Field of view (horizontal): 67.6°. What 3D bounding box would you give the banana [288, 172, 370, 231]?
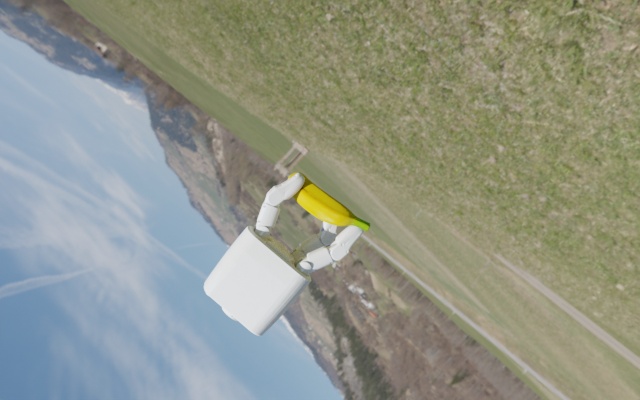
[{"bbox_3d":[-0.010,-0.004,0.691,0.070,0.037,0.197,33,4,-39],"label":"banana"}]
